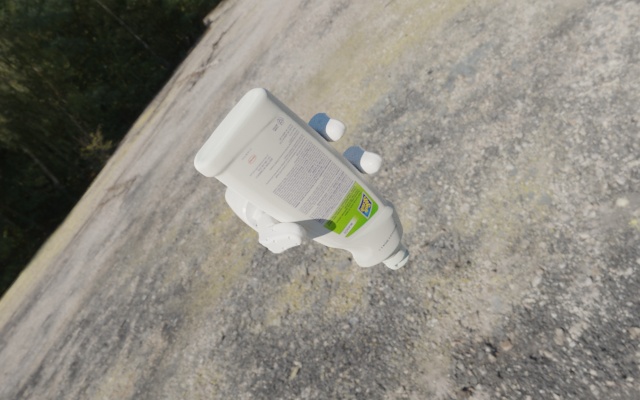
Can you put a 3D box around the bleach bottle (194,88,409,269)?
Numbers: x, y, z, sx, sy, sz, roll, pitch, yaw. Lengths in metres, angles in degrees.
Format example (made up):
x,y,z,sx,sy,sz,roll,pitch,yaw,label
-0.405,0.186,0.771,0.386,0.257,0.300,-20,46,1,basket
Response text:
x,y,z,sx,sy,sz,roll,pitch,yaw,label
0.000,0.002,0.499,0.251,0.102,0.068,40,-5,-26,bleach bottle
